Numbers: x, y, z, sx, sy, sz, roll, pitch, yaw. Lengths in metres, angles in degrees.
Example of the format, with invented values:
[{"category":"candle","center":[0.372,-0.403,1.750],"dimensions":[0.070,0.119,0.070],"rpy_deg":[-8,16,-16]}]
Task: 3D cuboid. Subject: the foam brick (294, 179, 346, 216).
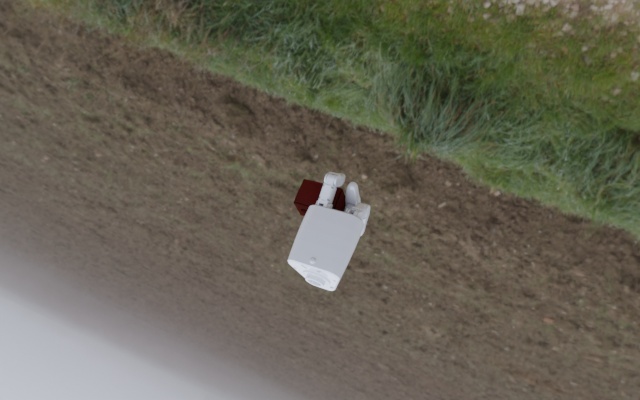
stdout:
[{"category":"foam brick","center":[0.000,0.003,0.851],"dimensions":[0.078,0.051,0.053],"rpy_deg":[15,-22,21]}]
